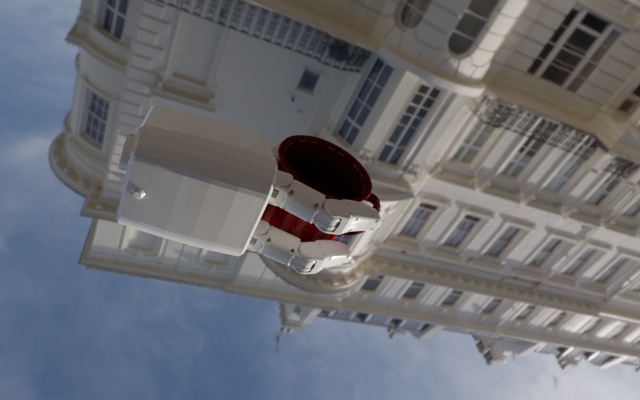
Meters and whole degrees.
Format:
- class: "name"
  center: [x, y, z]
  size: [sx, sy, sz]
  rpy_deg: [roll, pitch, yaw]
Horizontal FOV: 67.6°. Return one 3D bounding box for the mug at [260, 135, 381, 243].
- class: "mug"
  center: [0.001, 0.002, 0.458]
  size: [0.117, 0.081, 0.093]
  rpy_deg: [17, 36, -18]
